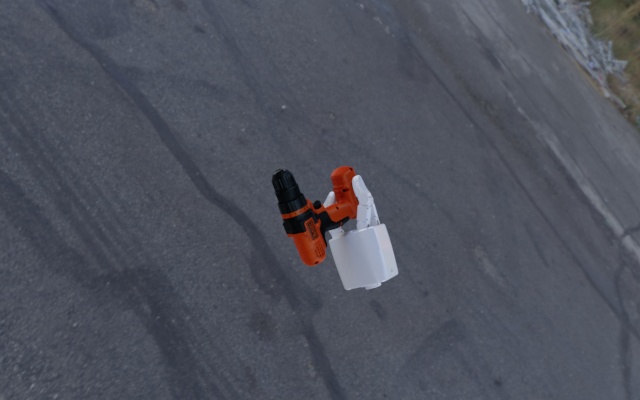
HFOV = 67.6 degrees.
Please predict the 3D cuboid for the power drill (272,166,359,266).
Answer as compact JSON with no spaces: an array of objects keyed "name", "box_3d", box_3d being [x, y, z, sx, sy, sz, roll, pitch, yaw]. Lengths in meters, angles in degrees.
[{"name":"power drill","box_3d":[0.001,0.003,0.894,0.057,0.184,0.187,-5,20,45]}]
